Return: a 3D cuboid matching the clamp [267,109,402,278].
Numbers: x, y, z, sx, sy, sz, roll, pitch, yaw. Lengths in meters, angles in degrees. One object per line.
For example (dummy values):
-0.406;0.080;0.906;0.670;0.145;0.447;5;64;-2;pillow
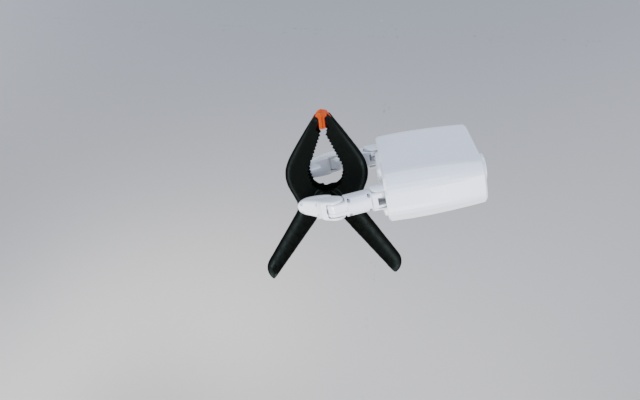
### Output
0.000;0.002;0.561;0.164;0.210;0.036;-11;19;5;clamp
